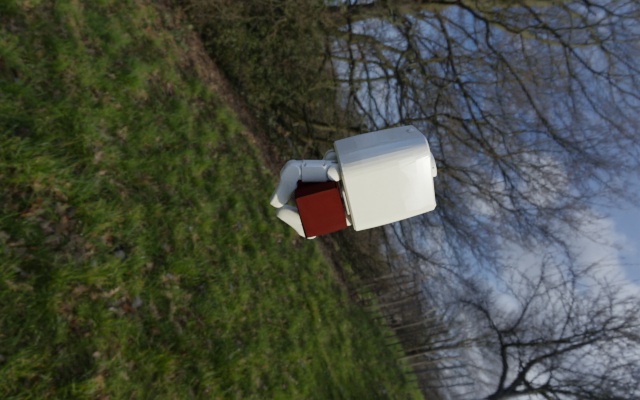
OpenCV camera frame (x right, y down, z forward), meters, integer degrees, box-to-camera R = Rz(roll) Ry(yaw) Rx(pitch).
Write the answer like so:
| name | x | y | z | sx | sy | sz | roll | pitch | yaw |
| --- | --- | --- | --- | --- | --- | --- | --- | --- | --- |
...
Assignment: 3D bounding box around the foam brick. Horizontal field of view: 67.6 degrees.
| name | x | y | z | sx | sy | sz | roll | pitch | yaw |
| --- | --- | --- | --- | --- | --- | --- | --- | --- | --- |
| foam brick | 0.000 | 0.002 | 0.575 | 0.051 | 0.053 | 0.078 | -13 | 20 | 3 |
